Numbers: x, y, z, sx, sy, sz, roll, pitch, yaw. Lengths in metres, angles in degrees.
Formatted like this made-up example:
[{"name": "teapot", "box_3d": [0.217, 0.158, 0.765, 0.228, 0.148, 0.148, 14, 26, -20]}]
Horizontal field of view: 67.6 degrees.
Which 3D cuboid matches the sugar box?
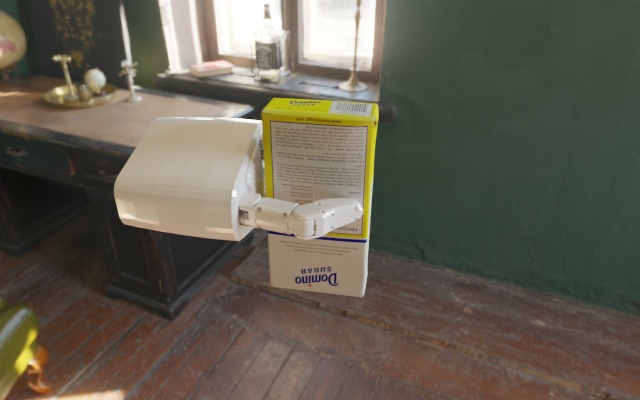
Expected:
[{"name": "sugar box", "box_3d": [0.000, 0.001, 0.429, 0.093, 0.176, 0.048, 6, 31, 8]}]
